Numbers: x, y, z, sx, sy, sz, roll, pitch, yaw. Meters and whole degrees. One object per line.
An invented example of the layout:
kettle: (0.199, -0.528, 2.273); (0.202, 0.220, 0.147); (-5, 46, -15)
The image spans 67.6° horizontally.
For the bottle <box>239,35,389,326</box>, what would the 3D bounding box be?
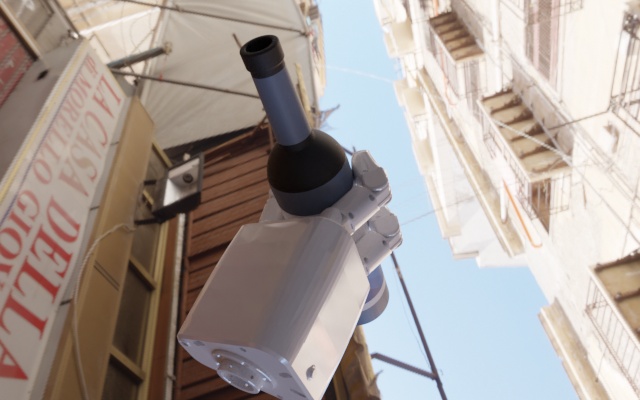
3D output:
bottle: (0.000, 0.001, 0.407); (0.069, 0.069, 0.296); (0, -44, 22)
